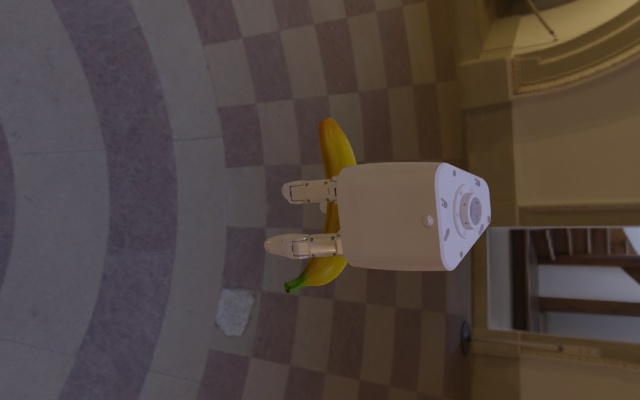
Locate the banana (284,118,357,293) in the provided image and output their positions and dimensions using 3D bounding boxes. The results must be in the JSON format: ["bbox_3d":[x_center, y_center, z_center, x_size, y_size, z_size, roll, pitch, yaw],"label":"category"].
[{"bbox_3d":[0.014,0.009,0.531,0.069,0.197,0.037,17,-10,-36],"label":"banana"}]
